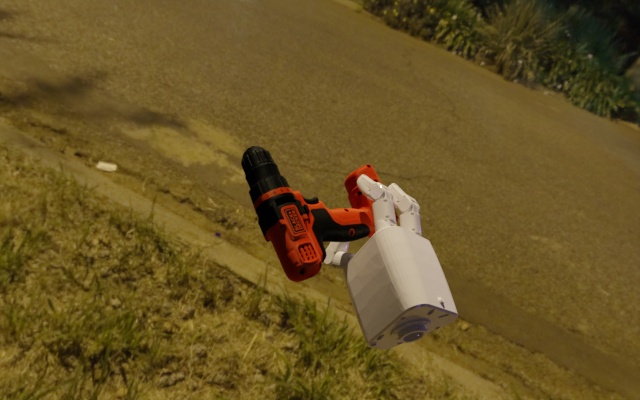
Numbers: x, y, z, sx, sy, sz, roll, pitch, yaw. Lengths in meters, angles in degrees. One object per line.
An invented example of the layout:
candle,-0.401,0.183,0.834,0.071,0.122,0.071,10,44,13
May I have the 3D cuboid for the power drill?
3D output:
power drill,0.001,0.002,0.631,0.187,0.184,0.057,-12,-20,-35
